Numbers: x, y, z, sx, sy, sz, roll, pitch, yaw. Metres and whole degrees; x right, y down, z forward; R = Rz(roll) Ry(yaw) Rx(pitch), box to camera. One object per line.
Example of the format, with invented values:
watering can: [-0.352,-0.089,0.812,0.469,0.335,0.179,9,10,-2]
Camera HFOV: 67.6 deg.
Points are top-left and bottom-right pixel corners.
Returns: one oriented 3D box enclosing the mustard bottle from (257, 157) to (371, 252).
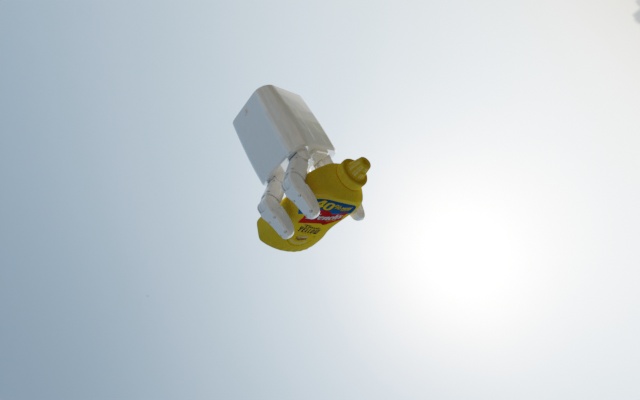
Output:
mustard bottle: [0.000,0.003,0.638,0.096,0.058,0.192,13,-39,-34]
